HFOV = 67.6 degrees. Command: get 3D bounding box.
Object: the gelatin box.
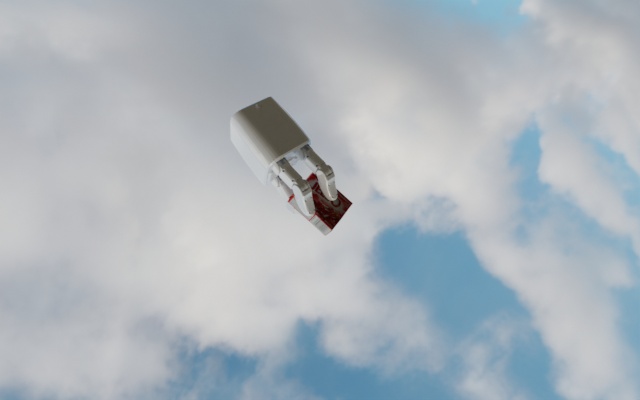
[{"bbox_3d":[0.000,0.003,0.805,0.073,0.089,0.030,-50,5,-38],"label":"gelatin box"}]
